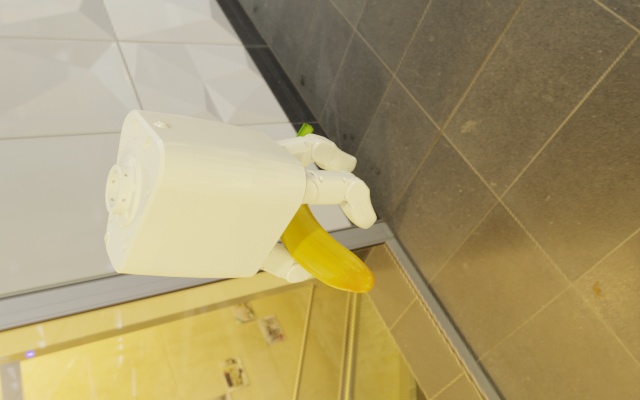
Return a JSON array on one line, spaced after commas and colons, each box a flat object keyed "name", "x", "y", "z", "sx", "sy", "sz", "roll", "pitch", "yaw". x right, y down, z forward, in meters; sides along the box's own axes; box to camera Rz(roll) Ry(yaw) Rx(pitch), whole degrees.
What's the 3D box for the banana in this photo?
[{"name": "banana", "x": -0.014, "y": 0.010, "z": 0.433, "sx": 0.070, "sy": 0.197, "sz": 0.037, "roll": -39, "pitch": -40, "yaw": 22}]
